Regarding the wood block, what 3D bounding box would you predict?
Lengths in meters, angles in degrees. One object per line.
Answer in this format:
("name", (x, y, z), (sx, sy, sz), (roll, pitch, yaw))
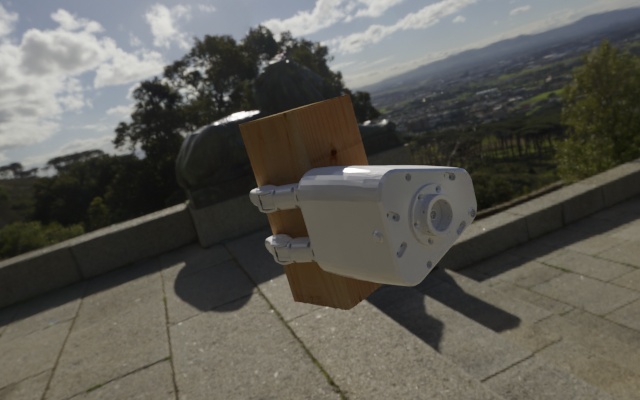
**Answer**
("wood block", (0.001, 0.001, 0.519), (0.090, 0.206, 0.091), (-3, 17, 46))
